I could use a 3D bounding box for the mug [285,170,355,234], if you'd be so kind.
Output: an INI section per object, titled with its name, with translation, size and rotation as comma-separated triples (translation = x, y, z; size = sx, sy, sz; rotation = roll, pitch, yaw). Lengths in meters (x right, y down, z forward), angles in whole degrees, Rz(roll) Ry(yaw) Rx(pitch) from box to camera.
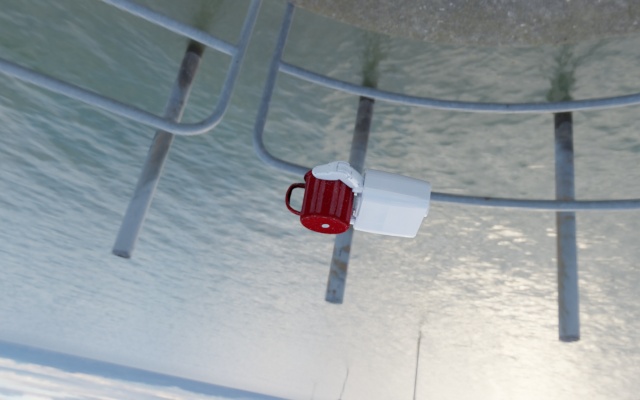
[mug]
translation = -0.001, 0.002, 0.778
size = 0.117, 0.081, 0.093
rotation = 9, -23, 1
